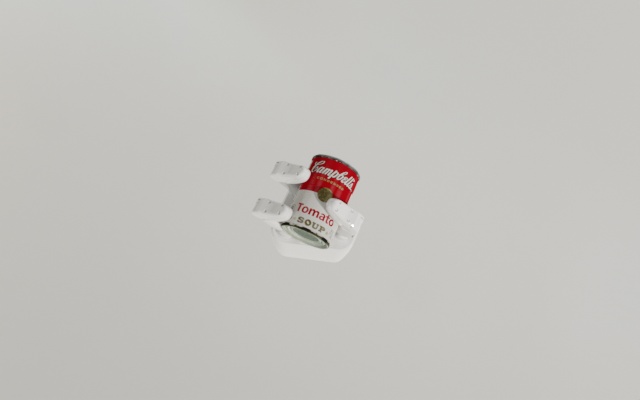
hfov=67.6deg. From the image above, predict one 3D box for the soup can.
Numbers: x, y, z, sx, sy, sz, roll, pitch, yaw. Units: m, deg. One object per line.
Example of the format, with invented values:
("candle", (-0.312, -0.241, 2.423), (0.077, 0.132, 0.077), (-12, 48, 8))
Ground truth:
("soup can", (0.000, 0.002, 0.606), (0.068, 0.102, 0.068), (22, -18, 8))
